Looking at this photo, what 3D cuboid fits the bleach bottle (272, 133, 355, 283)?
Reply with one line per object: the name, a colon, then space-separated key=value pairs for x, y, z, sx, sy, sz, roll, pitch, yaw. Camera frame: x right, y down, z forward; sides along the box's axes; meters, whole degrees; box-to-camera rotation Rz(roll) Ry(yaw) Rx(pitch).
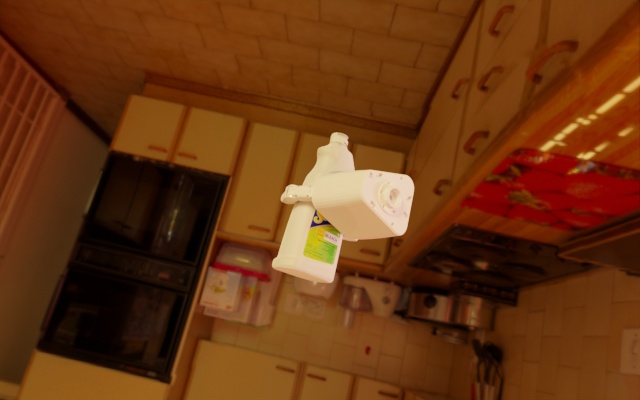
bleach bottle: x=0.000 y=0.003 z=0.791 sx=0.102 sy=0.250 sz=0.068 roll=25 pitch=-20 yaw=-35
